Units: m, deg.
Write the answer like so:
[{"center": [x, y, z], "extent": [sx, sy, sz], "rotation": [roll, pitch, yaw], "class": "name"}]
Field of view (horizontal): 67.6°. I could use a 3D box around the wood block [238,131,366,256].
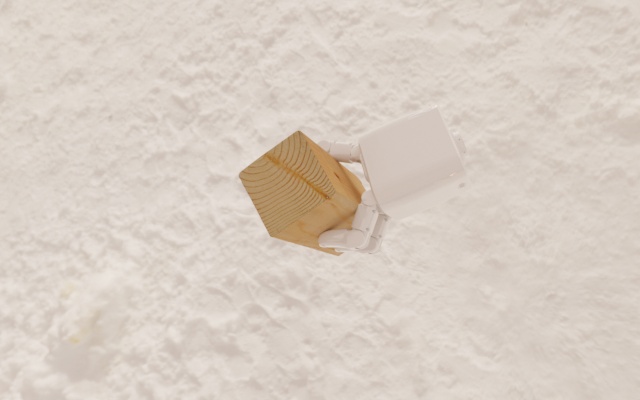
[{"center": [0.000, 0.001, 0.608], "extent": [0.090, 0.090, 0.206], "rotation": [-35, -23, 12], "class": "wood block"}]
